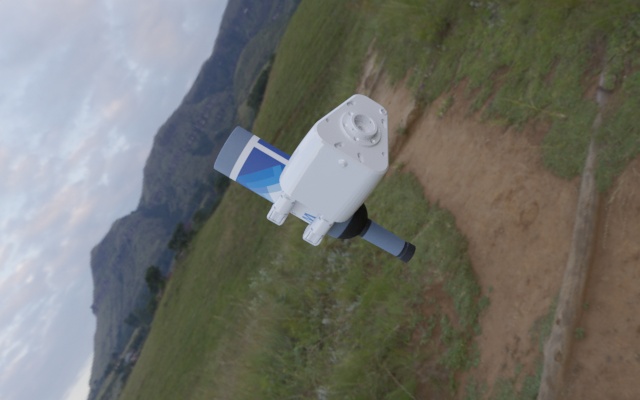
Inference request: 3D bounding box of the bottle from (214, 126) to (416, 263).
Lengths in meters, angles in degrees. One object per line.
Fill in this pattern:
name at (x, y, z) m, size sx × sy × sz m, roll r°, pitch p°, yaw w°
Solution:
bottle at (0.000, 0.002, 0.656) m, size 0.296 × 0.069 × 0.069 m, roll 30°, pitch -3°, yaw -6°
